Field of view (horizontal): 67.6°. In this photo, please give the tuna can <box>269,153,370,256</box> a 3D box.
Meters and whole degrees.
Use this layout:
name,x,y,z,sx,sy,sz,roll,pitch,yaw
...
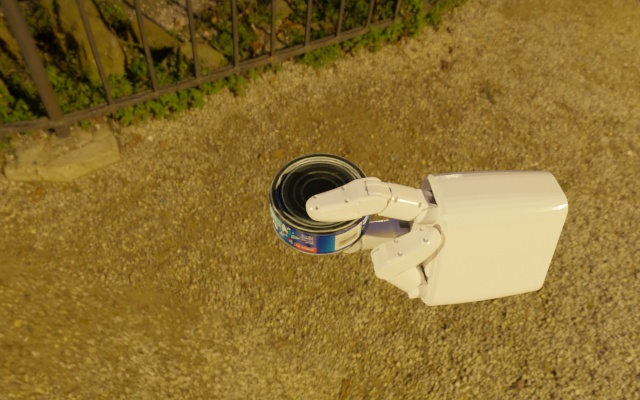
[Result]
name,x,y,z,sx,sy,sz,roll,pitch,yaw
tuna can,0.000,0.001,0.400,0.086,0.086,0.034,0,-37,0
